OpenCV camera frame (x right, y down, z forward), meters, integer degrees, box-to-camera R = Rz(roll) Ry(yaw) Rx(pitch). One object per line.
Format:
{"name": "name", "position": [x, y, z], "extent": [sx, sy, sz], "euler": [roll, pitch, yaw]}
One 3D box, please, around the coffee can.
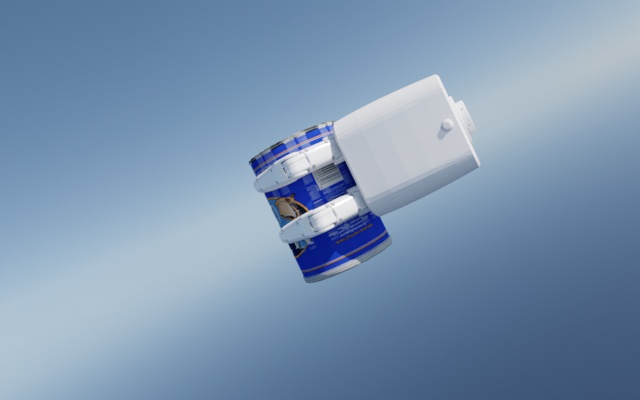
{"name": "coffee can", "position": [0.000, 0.002, 0.506], "extent": [0.103, 0.140, 0.103], "euler": [-26, 0, 0]}
